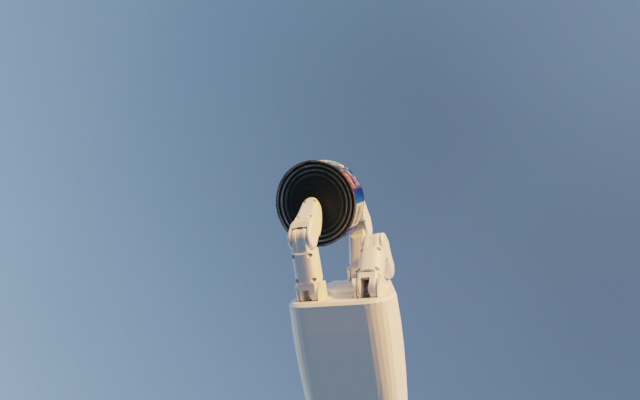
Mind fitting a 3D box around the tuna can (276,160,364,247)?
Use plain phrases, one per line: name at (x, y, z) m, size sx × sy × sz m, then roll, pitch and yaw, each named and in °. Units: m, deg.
tuna can at (0.000, 0.001, 0.482) m, size 0.086 × 0.086 × 0.034 m, roll 0°, pitch 6°, yaw 23°
